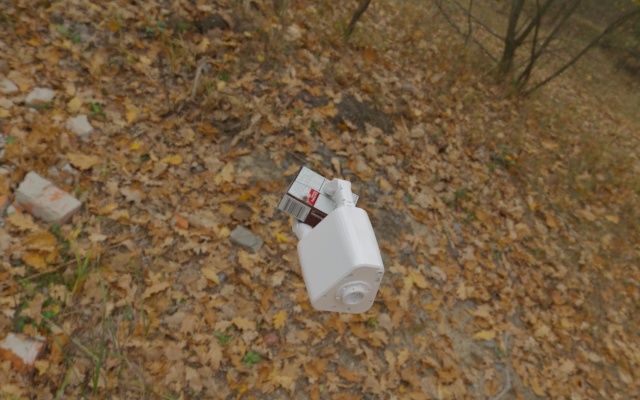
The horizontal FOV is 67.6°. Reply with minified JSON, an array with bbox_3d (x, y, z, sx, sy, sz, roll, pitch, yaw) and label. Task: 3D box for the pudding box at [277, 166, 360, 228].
[{"bbox_3d":[0.000,0.002,0.759,0.113,0.039,0.090,30,36,-3],"label":"pudding box"}]
